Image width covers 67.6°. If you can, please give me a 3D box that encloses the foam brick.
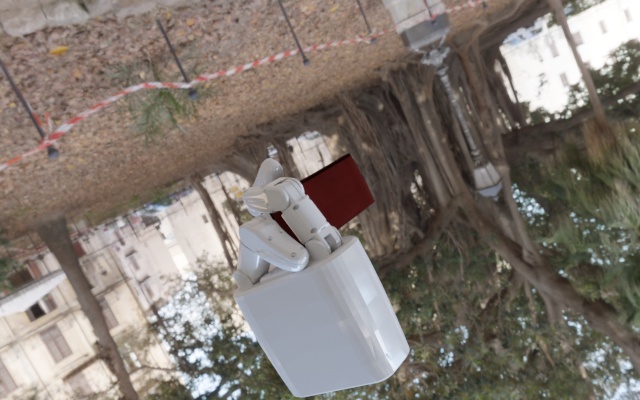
[{"bbox_3d":[0.000,0.001,0.427,0.078,0.051,0.053,-33,4,-43],"label":"foam brick"}]
